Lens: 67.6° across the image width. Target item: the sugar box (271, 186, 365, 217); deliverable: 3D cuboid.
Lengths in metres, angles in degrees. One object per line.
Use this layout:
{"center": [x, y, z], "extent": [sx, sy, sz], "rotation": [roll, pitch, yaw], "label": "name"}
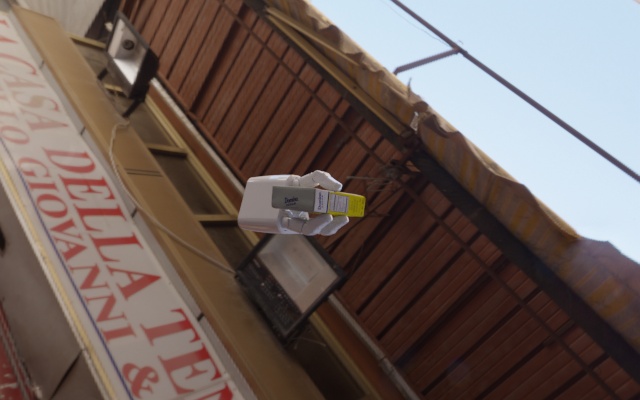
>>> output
{"center": [0.000, 0.003, 0.870], "extent": [0.093, 0.048, 0.176], "rotation": [4, 1, 34], "label": "sugar box"}
